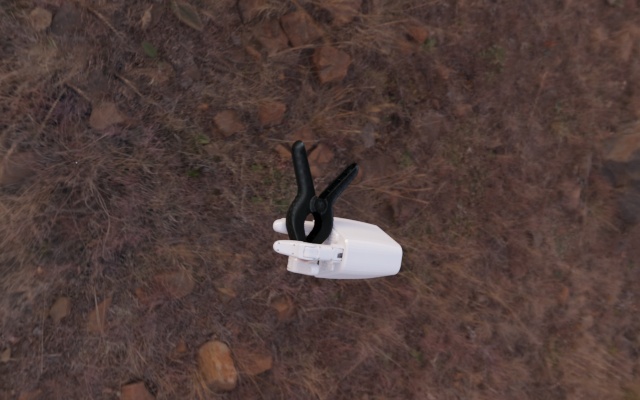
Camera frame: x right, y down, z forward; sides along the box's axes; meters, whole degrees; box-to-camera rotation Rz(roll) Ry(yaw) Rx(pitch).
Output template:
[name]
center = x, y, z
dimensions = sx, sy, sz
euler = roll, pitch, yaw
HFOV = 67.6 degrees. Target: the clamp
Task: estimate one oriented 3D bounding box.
[clamp]
center = 0.000, 0.003, 0.724
dimensions = 0.120, 0.171, 0.039
euler = 8, 0, -26
